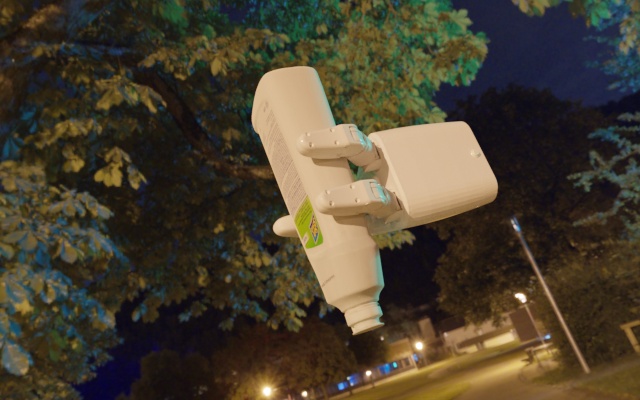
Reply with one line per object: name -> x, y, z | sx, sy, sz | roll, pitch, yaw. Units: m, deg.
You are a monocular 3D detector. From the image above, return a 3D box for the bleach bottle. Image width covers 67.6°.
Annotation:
bleach bottle -> 0.000, 0.001, 0.452 | 0.068, 0.250, 0.103 | -12, -22, -18
